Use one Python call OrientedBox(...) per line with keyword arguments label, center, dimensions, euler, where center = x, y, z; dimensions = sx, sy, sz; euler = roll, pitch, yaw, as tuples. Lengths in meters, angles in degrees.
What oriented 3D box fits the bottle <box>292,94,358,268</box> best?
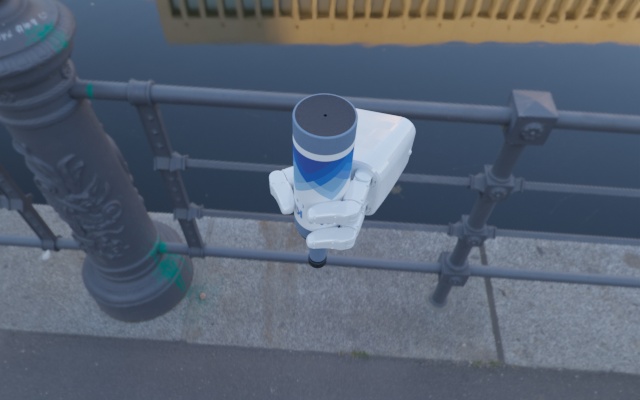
OrientedBox(label="bottle", center=(0.000, 0.002, 0.599), dimensions=(0.069, 0.069, 0.296), euler=(0, -37, -2))
